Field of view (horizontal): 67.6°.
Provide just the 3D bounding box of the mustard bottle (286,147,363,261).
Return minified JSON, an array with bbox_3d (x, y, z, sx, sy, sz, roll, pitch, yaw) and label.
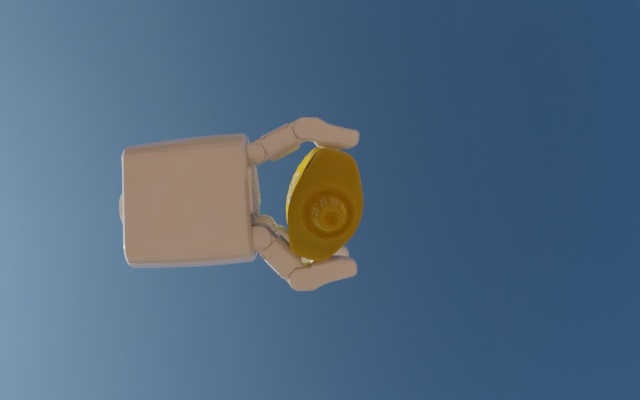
[{"bbox_3d":[0.000,0.001,0.423,0.058,0.096,0.191,19,4,-5],"label":"mustard bottle"}]
